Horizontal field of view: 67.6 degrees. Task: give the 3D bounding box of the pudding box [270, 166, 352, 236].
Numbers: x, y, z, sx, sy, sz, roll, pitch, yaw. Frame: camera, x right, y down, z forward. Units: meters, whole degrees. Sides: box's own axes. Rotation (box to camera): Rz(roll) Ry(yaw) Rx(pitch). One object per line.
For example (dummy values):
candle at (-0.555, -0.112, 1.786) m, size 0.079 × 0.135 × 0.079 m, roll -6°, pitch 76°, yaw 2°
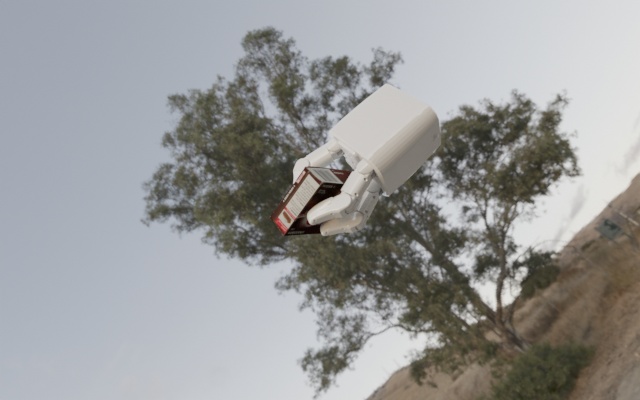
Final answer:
pudding box at (0.000, 0.002, 0.629) m, size 0.113 × 0.090 × 0.039 m, roll 4°, pitch 38°, yaw -53°
